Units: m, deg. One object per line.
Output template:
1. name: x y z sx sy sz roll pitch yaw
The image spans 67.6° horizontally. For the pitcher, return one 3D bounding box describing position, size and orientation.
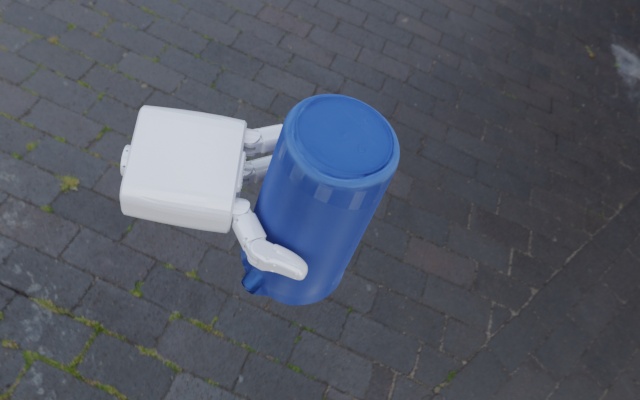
1. pitcher: 0.000 0.002 0.515 0.145 0.149 0.243 9 -35 -11
